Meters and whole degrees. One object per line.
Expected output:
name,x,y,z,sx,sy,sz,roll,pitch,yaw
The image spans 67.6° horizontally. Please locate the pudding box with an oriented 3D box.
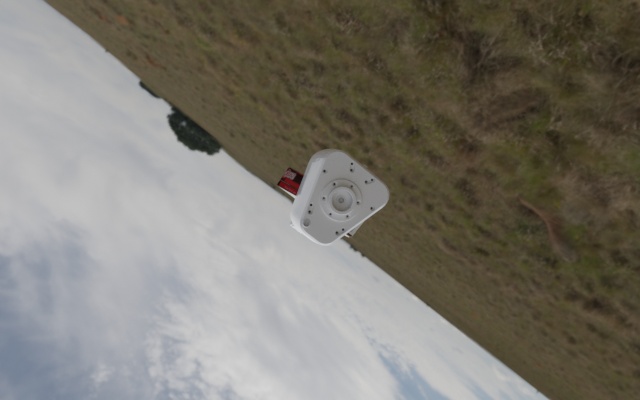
pudding box,0.000,0.002,0.716,0.113,0.039,0.090,40,-5,-36
